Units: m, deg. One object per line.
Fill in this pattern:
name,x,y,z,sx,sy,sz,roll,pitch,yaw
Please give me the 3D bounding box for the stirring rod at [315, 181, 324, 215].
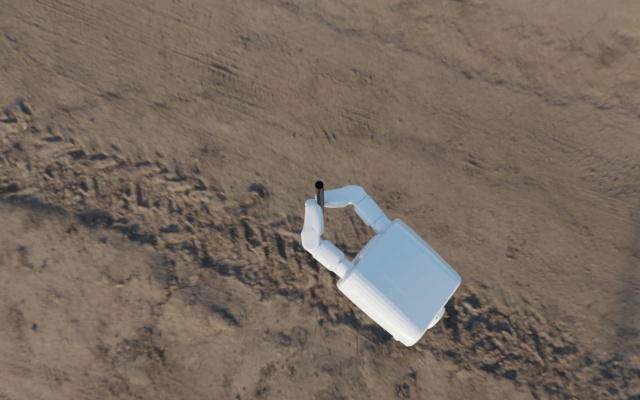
stirring rod,0.000,0.002,0.549,0.011,0.011,0.239,0,-8,1
